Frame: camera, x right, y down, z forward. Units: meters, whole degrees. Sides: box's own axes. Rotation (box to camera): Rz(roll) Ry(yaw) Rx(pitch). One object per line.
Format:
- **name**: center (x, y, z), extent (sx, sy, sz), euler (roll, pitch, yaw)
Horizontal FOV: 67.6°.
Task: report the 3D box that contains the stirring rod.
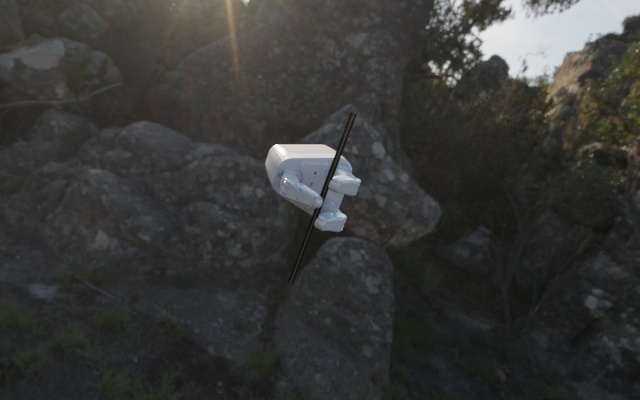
- **stirring rod**: center (0.000, 0.002, 0.617), extent (0.011, 0.239, 0.011), euler (19, 14, -5)
